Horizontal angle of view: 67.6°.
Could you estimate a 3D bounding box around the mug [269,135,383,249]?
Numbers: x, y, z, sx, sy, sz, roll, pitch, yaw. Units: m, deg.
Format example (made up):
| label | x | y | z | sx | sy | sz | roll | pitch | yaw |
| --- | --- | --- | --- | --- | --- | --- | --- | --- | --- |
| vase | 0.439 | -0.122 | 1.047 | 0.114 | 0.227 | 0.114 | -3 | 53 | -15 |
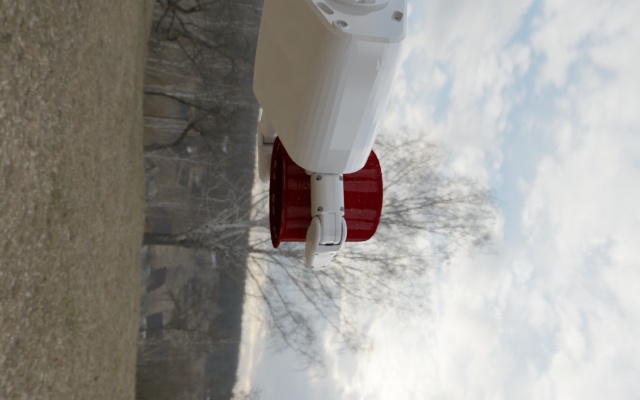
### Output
| label | x | y | z | sx | sy | sz | roll | pitch | yaw |
| --- | --- | --- | --- | --- | --- | --- | --- | --- | --- |
| mug | 0.000 | 0.002 | 0.410 | 0.081 | 0.093 | 0.117 | 2 | -39 | -12 |
